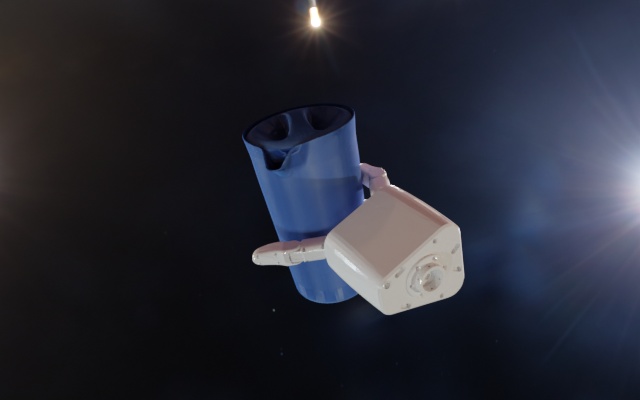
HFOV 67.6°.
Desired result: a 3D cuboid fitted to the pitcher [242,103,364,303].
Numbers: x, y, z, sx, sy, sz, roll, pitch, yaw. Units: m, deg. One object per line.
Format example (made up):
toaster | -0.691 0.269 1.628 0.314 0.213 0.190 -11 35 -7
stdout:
pitcher | 0.000 0.002 0.617 0.149 0.243 0.145 -23 30 -19
